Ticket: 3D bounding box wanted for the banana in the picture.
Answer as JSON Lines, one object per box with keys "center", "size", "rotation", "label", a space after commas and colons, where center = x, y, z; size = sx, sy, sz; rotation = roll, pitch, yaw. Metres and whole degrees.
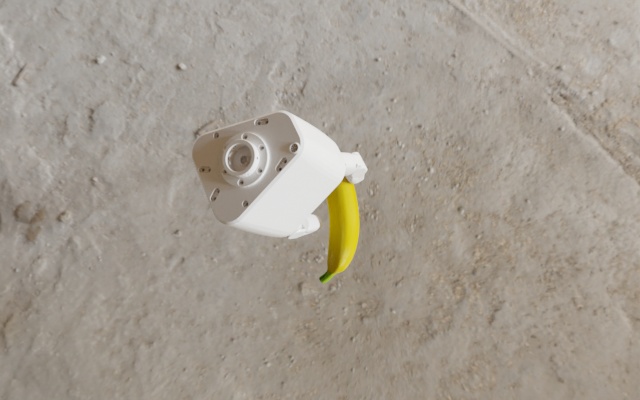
{"center": [0.016, 0.003, 0.595], "size": [0.069, 0.198, 0.037], "rotation": [-8, -8, 34], "label": "banana"}
